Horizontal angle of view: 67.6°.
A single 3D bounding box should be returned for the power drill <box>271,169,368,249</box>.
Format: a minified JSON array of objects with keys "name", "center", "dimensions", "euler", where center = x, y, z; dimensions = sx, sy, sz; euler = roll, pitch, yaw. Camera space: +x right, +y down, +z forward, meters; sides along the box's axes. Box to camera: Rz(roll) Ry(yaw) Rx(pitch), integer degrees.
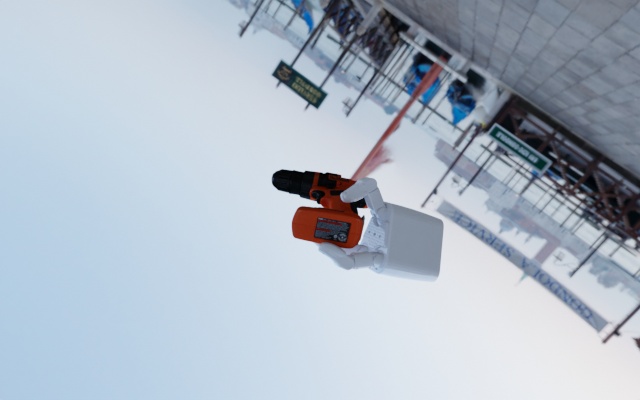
[{"name":"power drill","center":[0.000,0.003,0.782],"dimensions":[0.184,0.057,0.187],"euler":[9,25,0]}]
